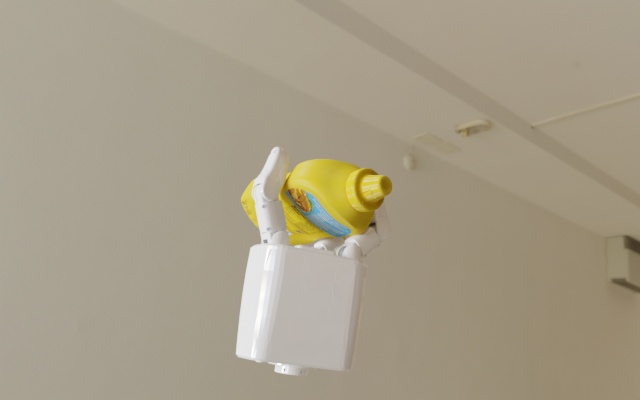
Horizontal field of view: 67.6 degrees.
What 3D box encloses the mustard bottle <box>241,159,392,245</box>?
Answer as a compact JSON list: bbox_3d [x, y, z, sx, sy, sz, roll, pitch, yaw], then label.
[{"bbox_3d":[0.000,0.001,0.501,0.096,0.058,0.191,44,-32,-23],"label":"mustard bottle"}]
